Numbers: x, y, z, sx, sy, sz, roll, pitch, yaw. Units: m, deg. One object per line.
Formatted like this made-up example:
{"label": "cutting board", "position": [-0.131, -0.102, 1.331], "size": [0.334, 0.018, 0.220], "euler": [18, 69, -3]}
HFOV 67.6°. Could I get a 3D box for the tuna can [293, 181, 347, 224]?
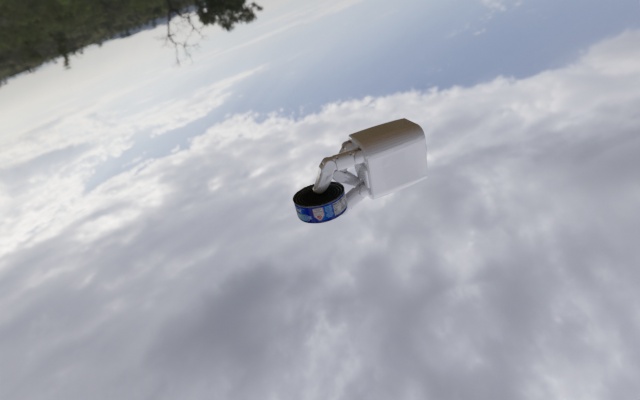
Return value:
{"label": "tuna can", "position": [0.000, 0.003, 0.776], "size": [0.086, 0.034, 0.086], "euler": [-11, 26, 6]}
